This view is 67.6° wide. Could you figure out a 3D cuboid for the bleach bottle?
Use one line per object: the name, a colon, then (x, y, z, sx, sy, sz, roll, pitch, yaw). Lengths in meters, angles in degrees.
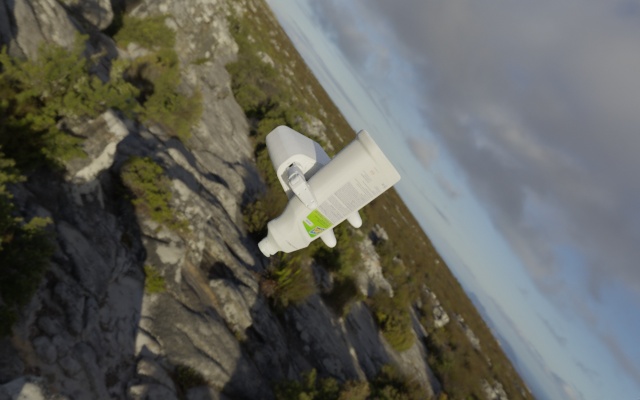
bleach bottle: (0.000, 0.003, 0.764, 0.251, 0.068, 0.103, -37, -48, 9)
